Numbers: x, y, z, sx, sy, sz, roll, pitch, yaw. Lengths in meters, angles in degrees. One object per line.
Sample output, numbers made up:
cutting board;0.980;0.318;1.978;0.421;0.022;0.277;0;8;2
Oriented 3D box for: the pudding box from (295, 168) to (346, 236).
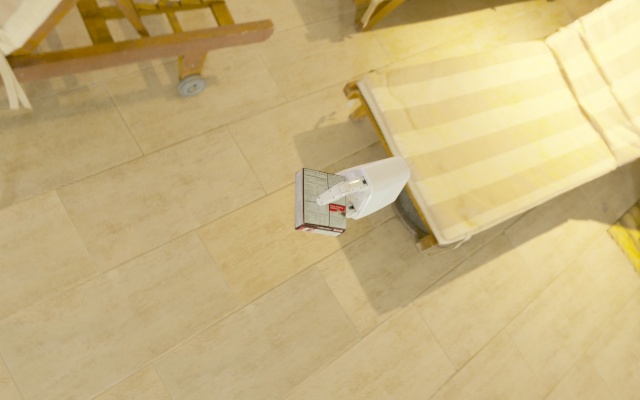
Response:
pudding box;0.000;0.003;0.870;0.090;0.113;0.039;10;-26;-24
